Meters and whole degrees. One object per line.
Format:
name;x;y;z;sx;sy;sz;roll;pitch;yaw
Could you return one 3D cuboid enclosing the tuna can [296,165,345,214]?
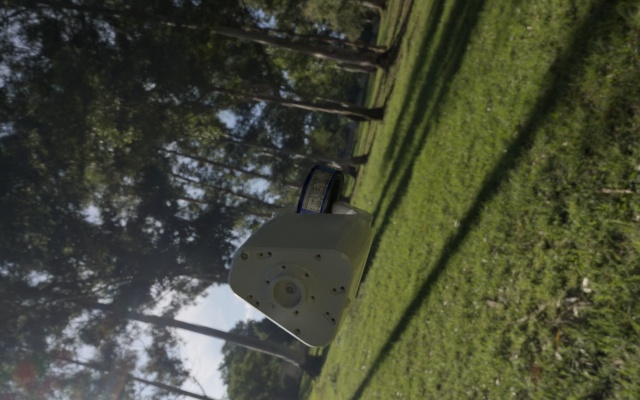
tuna can;0.000;0.002;0.574;0.034;0.086;0.086;15;3;12
